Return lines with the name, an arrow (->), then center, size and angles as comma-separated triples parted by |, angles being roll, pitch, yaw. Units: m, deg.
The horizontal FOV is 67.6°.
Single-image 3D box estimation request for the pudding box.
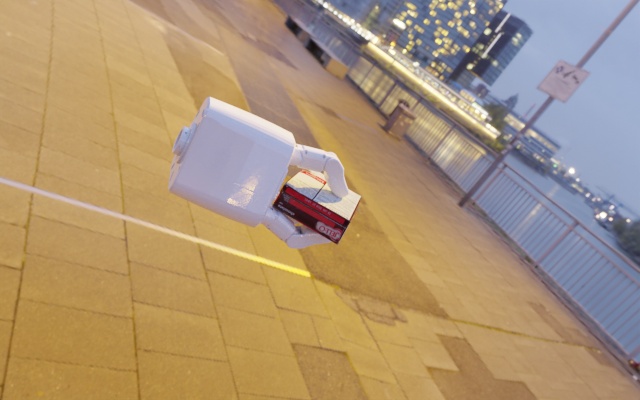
pudding box -> 0.000, 0.002, 0.598 | 0.090, 0.039, 0.113 | 31, 21, 3
